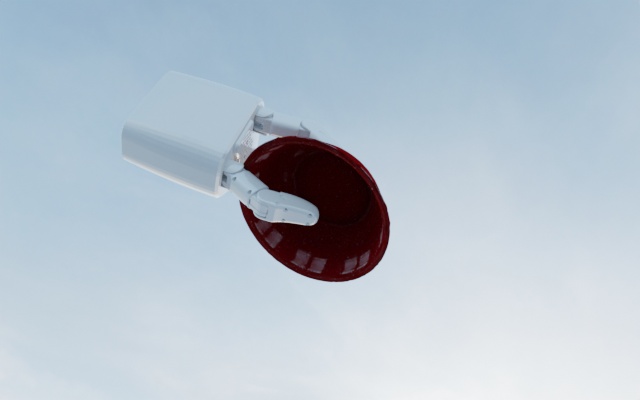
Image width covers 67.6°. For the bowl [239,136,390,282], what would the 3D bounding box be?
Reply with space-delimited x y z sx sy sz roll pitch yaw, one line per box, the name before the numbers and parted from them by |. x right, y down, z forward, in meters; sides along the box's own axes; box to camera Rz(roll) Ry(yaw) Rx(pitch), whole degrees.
bowl | 0.001 0.002 0.477 0.162 0.162 0.055 0 29 29
